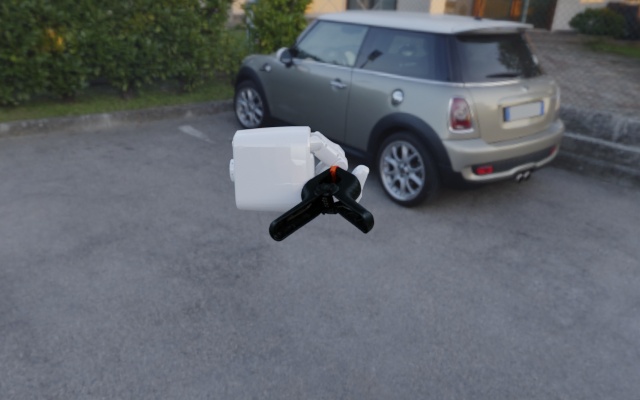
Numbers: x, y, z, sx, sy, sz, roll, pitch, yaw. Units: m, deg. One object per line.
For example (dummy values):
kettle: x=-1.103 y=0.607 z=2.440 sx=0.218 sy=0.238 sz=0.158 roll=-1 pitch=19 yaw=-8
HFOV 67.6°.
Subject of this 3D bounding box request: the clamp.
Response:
clamp: x=0.000 y=0.001 z=0.598 sx=0.120 sy=0.039 sz=0.171 roll=-4 pitch=22 yaw=2
